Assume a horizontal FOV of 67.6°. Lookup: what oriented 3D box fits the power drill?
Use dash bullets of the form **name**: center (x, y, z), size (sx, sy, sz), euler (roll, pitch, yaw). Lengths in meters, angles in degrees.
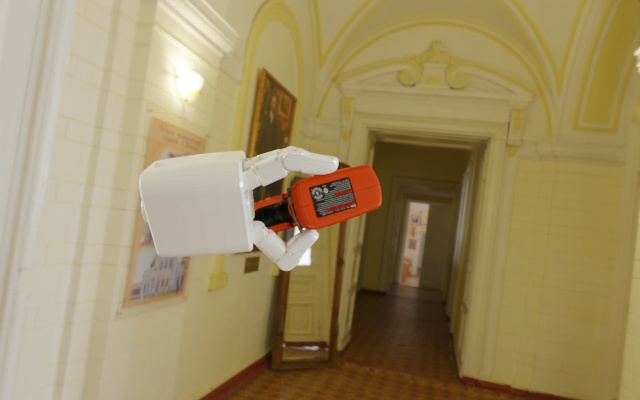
- **power drill**: center (0.000, 0.002, 0.608), size (0.184, 0.057, 0.188), euler (-18, -1, -23)
